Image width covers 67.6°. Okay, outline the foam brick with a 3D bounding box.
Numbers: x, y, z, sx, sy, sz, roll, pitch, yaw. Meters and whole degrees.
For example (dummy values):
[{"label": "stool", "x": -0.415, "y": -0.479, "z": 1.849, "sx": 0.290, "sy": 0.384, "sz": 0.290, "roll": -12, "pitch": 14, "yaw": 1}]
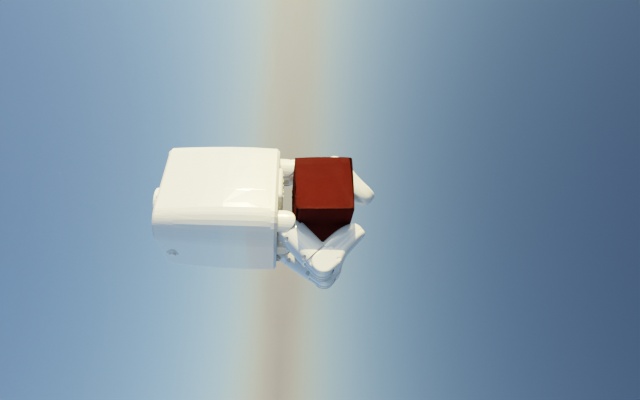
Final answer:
[{"label": "foam brick", "x": 0.000, "y": 0.001, "z": 0.442, "sx": 0.051, "sy": 0.053, "sz": 0.078, "roll": 1, "pitch": -28, "yaw": -5}]
